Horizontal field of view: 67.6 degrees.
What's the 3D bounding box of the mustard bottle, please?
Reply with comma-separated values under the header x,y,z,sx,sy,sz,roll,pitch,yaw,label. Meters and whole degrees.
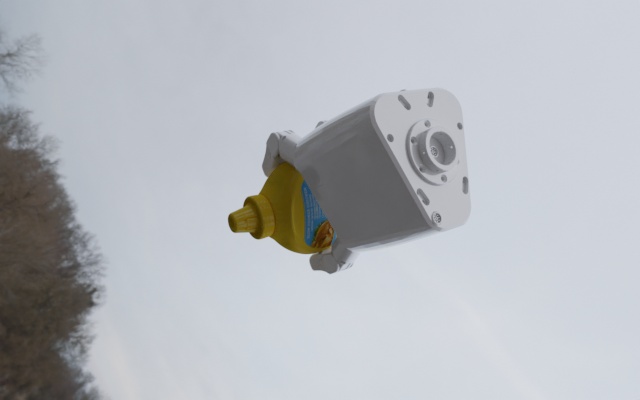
x,y,z,sx,sy,sz,roll,pitch,yaw,label
0.000,0.001,0.473,0.191,0.096,0.058,-14,21,-33,mustard bottle
